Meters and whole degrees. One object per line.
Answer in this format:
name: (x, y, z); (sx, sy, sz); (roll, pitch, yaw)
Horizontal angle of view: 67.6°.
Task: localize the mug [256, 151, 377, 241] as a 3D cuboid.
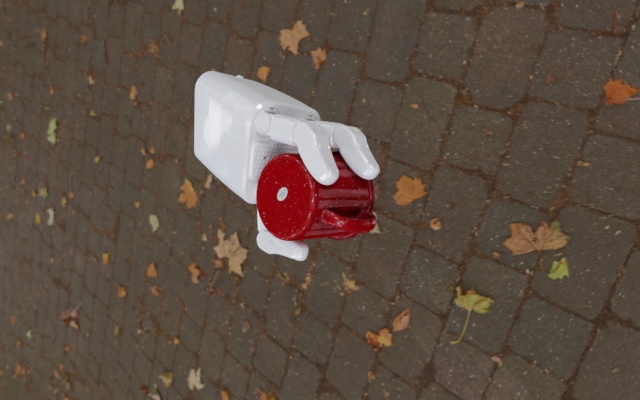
mug: (0.001, 0.002, 0.456); (0.081, 0.093, 0.117); (-2, 28, -48)
